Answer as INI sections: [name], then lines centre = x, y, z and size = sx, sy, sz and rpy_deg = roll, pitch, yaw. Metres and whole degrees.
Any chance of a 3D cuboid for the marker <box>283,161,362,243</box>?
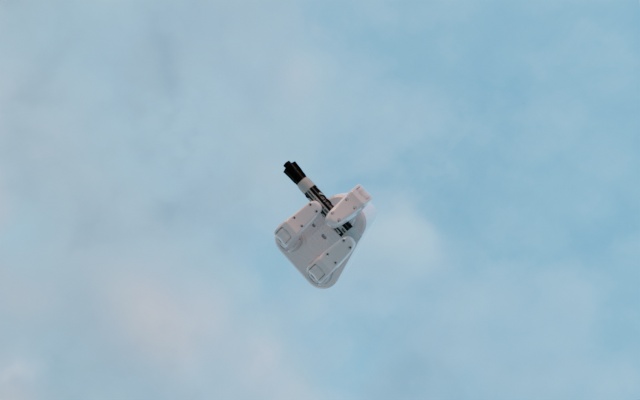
[marker]
centre = 0.000, 0.002, 0.541
size = 0.020, 0.121, 0.020
rpy_deg = -41, -8, -7
